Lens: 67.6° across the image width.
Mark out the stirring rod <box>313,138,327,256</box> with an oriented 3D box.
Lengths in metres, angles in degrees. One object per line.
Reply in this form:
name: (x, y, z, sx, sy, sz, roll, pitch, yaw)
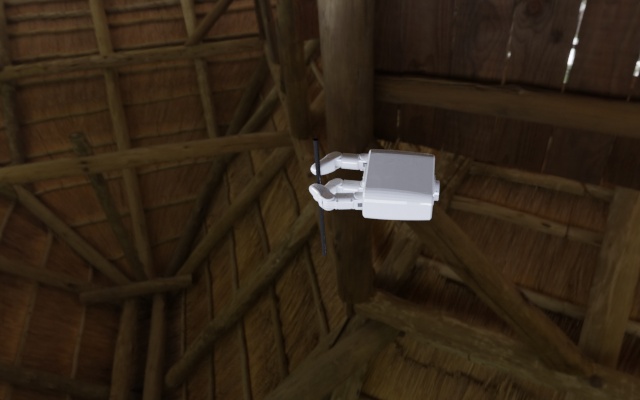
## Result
stirring rod: (0.000, 0.003, 0.806, 0.011, 0.240, 0.011, -3, 37, 2)
